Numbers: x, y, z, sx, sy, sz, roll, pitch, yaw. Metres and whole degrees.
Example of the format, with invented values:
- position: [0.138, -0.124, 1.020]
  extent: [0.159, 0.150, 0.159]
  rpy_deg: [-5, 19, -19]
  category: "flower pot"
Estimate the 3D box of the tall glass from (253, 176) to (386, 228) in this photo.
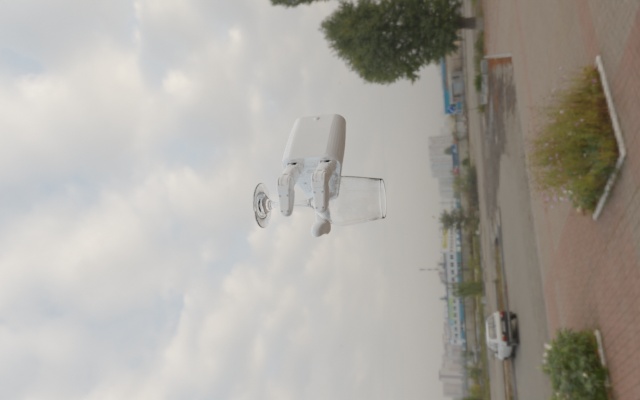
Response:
- position: [-0.001, 0.003, 0.753]
  extent: [0.201, 0.079, 0.079]
  rpy_deg: [-3, -1, 16]
  category: "tall glass"
